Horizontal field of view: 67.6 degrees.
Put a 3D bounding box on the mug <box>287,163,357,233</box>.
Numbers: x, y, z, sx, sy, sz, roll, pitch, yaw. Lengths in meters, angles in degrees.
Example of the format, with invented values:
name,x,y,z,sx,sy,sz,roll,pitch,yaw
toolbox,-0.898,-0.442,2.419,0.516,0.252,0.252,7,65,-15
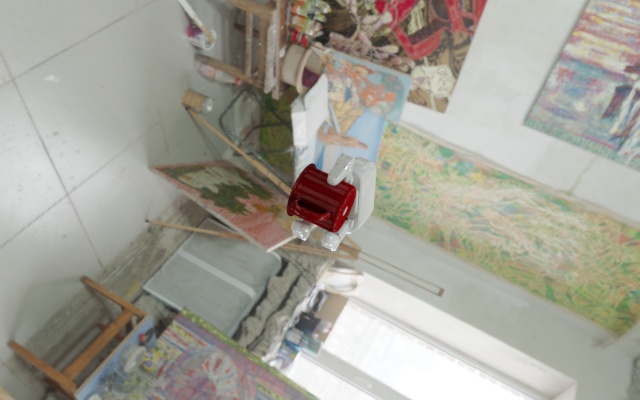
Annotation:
name,x,y,z,sx,sy,sz,roll,pitch,yaw
mug,0.000,0.003,0.741,0.081,0.093,0.117,25,23,14
